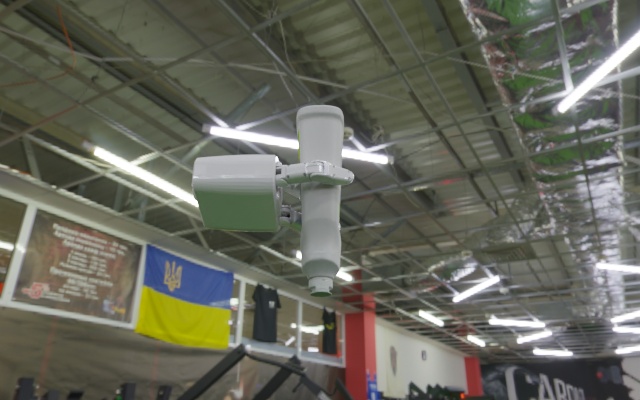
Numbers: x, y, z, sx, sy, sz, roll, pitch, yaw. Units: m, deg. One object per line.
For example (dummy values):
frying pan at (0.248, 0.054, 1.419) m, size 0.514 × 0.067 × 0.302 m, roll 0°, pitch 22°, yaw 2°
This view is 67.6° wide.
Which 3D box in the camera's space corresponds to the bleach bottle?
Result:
bleach bottle at (0.000, 0.002, 0.651) m, size 0.068 × 0.250 × 0.103 m, roll -1°, pitch -24°, yaw 2°
